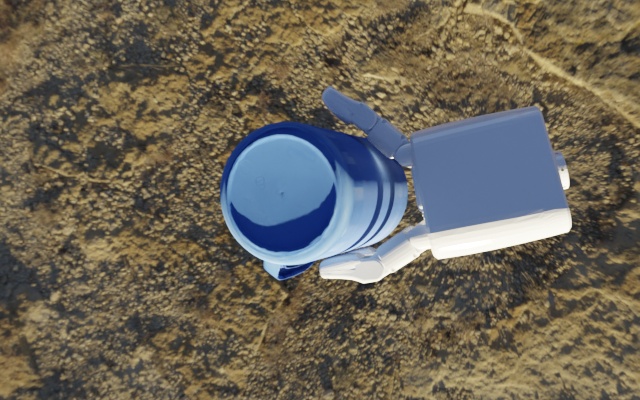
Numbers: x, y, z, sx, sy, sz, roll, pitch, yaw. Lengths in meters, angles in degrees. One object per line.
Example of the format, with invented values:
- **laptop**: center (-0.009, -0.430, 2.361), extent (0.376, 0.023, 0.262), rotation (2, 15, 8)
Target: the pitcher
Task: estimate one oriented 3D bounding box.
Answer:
- **pitcher**: center (0.000, 0.001, 0.464), extent (0.145, 0.149, 0.243), rotation (-10, -1, 17)
